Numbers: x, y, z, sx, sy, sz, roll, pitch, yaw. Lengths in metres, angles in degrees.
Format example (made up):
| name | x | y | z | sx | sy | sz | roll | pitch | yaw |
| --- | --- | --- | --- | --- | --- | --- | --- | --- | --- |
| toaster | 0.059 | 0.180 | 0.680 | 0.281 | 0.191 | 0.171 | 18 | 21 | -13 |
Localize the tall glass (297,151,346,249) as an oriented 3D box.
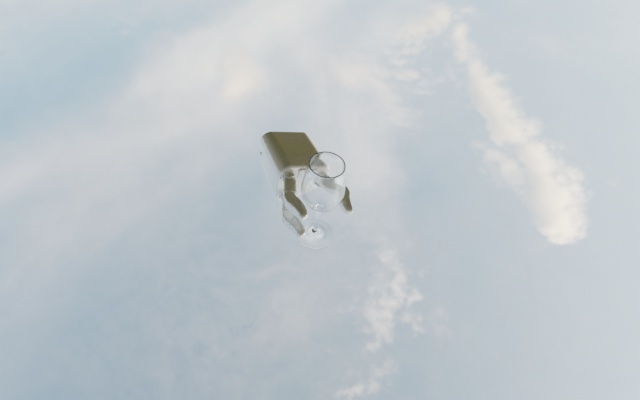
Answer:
| name | x | y | z | sx | sy | sz | roll | pitch | yaw |
| --- | --- | --- | --- | --- | --- | --- | --- | --- | --- |
| tall glass | 0.000 | 0.003 | 0.867 | 0.079 | 0.079 | 0.201 | 0 | -39 | -8 |
